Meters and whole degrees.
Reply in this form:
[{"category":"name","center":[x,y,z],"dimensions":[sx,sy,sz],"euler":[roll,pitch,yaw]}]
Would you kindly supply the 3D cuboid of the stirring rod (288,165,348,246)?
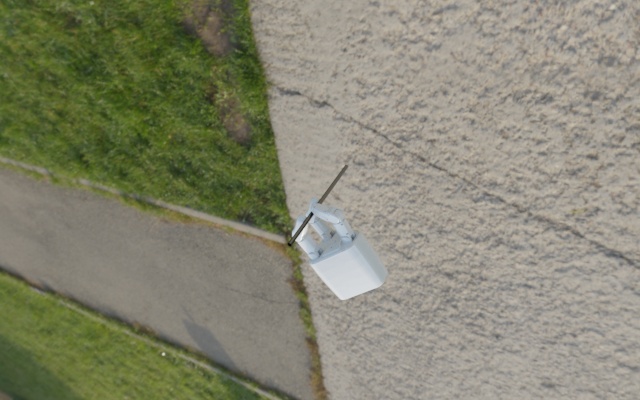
[{"category":"stirring rod","center":[0.000,0.003,0.893],"dimensions":[0.011,0.011,0.239],"euler":[0,37,34]}]
